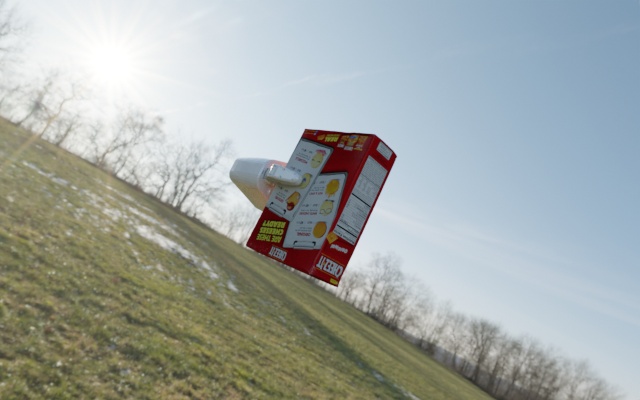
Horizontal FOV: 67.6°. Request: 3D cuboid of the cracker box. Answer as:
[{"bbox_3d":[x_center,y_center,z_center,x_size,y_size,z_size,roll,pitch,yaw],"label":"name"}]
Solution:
[{"bbox_3d":[0.000,0.002,0.716,0.072,0.213,0.164,33,-12,-39],"label":"cracker box"}]
